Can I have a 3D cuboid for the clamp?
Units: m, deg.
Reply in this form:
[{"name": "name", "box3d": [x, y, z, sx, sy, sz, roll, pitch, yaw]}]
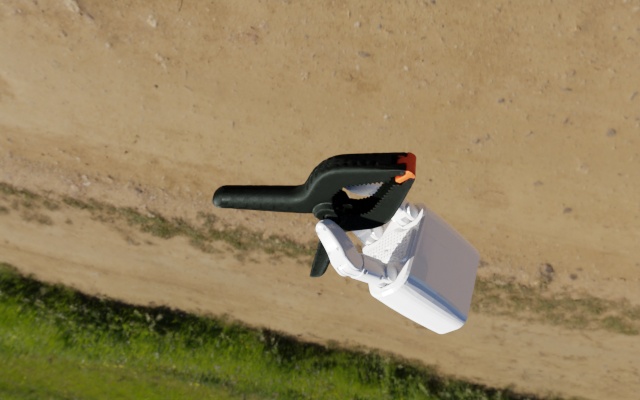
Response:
[{"name": "clamp", "box3d": [0.000, 0.002, 0.483, 0.164, 0.036, 0.210, 34, -46, -24]}]
